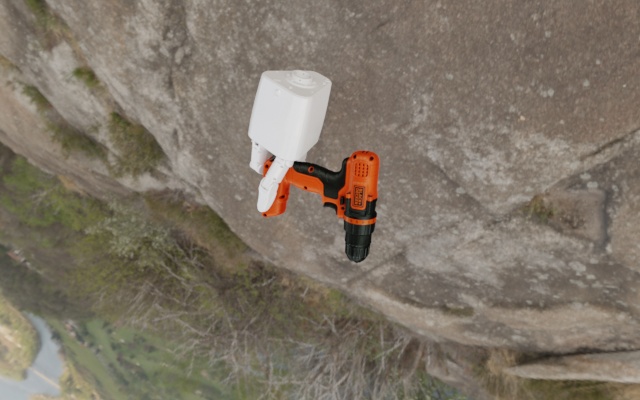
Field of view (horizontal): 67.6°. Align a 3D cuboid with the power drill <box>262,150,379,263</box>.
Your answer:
[{"bbox_3d":[0.000,0.002,0.775,0.187,0.184,0.057,8,17,14],"label":"power drill"}]
